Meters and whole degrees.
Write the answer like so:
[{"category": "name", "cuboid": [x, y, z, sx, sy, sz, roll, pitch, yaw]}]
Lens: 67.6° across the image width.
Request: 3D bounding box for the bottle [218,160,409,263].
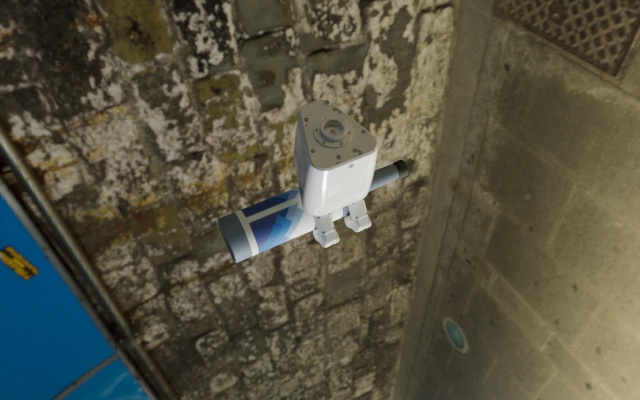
[{"category": "bottle", "cuboid": [0.000, 0.002, 0.703, 0.295, 0.069, 0.069, -22, 7, -17]}]
